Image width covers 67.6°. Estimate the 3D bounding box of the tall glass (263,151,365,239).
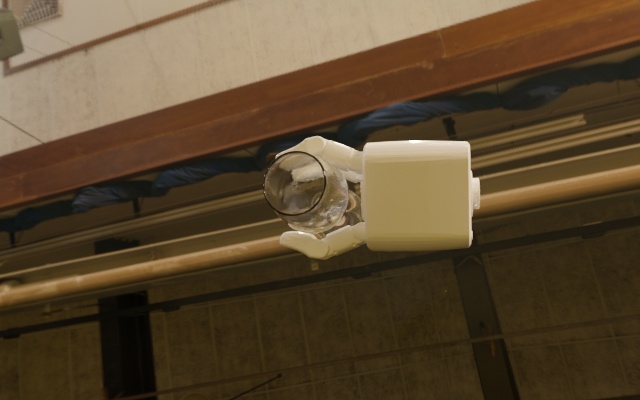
[{"bbox_3d":[0.000,0.002,0.532,0.079,0.079,0.201,0,-10,15],"label":"tall glass"}]
